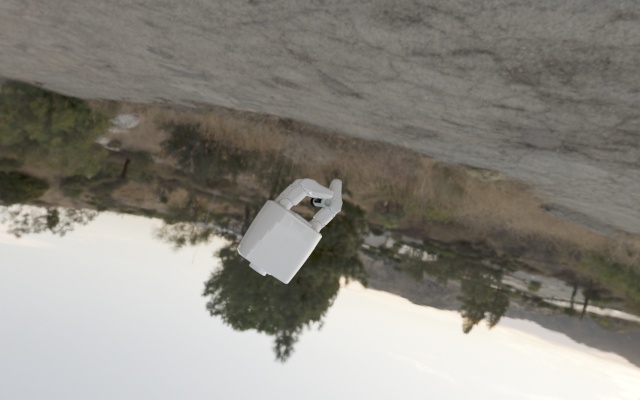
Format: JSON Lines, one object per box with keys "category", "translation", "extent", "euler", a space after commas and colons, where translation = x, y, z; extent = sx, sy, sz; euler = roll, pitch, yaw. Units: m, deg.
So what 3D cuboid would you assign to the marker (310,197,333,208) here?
{"category": "marker", "translation": [0.000, 0.003, 0.881], "extent": [0.020, 0.020, 0.121], "euler": [0, 1, -12]}
